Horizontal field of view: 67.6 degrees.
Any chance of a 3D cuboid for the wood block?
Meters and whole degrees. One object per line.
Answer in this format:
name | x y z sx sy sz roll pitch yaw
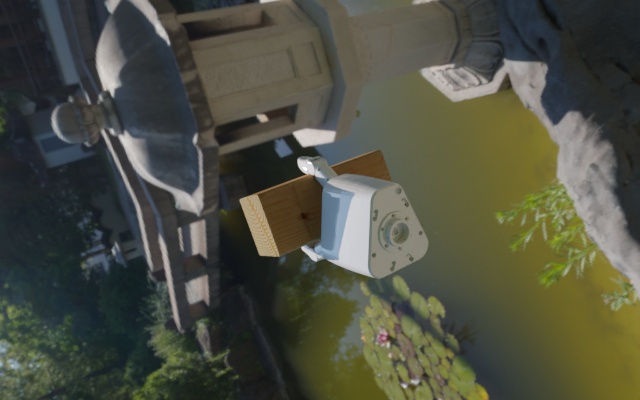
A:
wood block | 0.000 0.002 0.709 0.206 0.091 0.090 -21 5 -25
